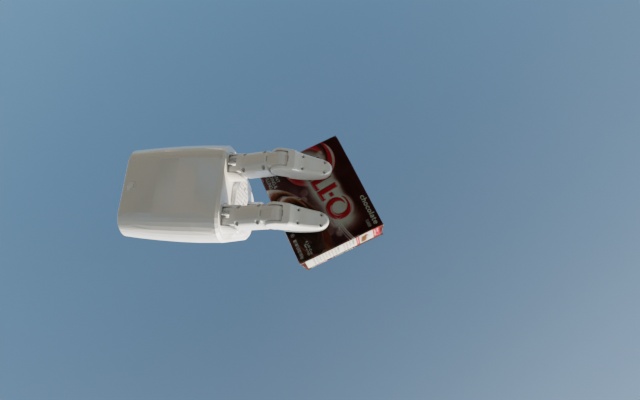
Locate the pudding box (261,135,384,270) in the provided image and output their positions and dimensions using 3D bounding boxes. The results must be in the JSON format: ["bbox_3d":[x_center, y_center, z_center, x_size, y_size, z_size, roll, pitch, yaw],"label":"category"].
[{"bbox_3d":[0.000,0.002,0.487,0.090,0.113,0.039,-26,-20,-1],"label":"pudding box"}]
